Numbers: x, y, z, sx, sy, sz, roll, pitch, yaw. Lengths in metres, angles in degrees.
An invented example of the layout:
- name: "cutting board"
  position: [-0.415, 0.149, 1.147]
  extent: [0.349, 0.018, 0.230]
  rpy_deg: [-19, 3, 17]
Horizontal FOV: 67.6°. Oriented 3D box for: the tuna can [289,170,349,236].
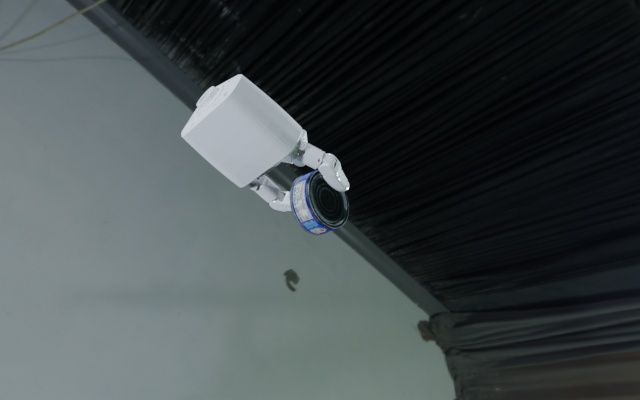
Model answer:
- name: "tuna can"
  position: [0.001, 0.002, 0.647]
  extent: [0.034, 0.086, 0.086]
  rpy_deg: [-20, -13, 38]
